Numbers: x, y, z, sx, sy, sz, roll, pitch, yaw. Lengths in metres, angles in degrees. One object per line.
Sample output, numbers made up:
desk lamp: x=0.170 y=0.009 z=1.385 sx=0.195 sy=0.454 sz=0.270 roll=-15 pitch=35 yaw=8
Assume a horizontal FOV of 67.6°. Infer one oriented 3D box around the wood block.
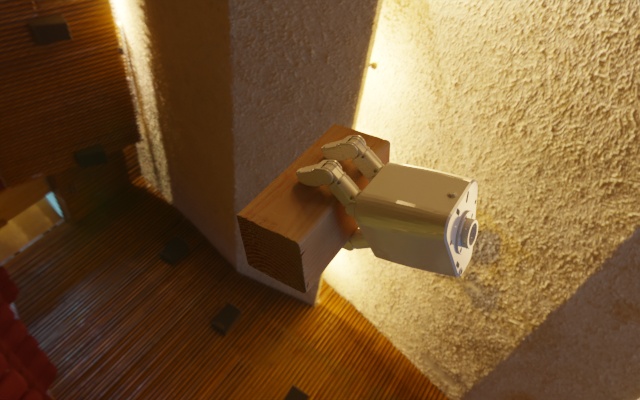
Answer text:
wood block: x=0.001 y=0.002 z=0.602 sx=0.090 sy=0.091 sz=0.206 roll=22 pitch=48 yaw=26
